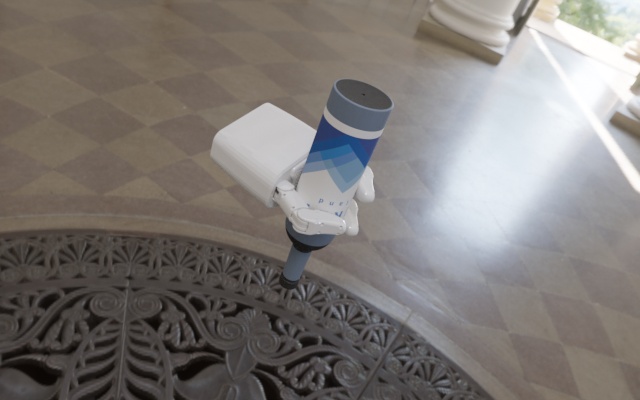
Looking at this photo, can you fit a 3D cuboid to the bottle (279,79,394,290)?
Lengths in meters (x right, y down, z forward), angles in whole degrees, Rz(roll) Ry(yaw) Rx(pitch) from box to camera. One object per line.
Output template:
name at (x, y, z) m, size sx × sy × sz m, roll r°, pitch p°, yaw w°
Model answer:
bottle at (0.000, 0.002, 0.577) m, size 0.069 × 0.296 × 0.069 m, roll 14°, pitch 36°, yaw -11°
